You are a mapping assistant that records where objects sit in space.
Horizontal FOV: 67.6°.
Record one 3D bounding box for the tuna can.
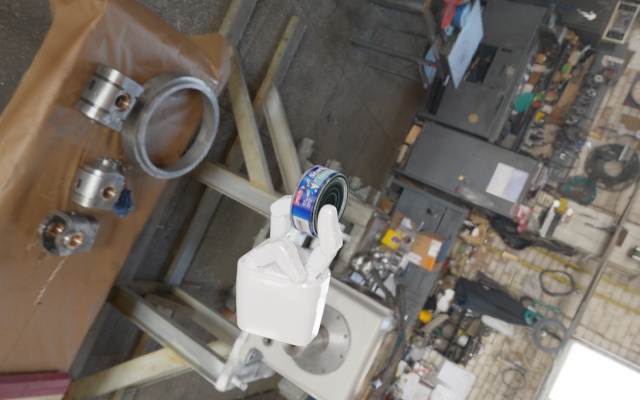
[{"bbox_3d":[0.001,0.002,0.589,0.033,0.086,0.086,20,10,27],"label":"tuna can"}]
